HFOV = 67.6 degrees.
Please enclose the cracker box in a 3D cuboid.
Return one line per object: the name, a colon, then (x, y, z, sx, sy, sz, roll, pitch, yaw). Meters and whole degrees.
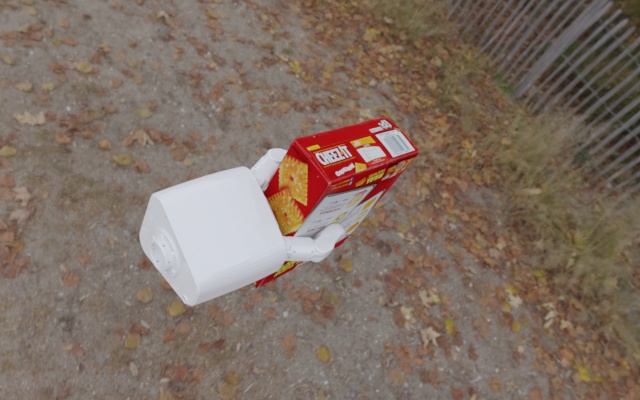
cracker box: (0.000, 0.002, 0.593, 0.164, 0.072, 0.214, -22, -23, -42)
